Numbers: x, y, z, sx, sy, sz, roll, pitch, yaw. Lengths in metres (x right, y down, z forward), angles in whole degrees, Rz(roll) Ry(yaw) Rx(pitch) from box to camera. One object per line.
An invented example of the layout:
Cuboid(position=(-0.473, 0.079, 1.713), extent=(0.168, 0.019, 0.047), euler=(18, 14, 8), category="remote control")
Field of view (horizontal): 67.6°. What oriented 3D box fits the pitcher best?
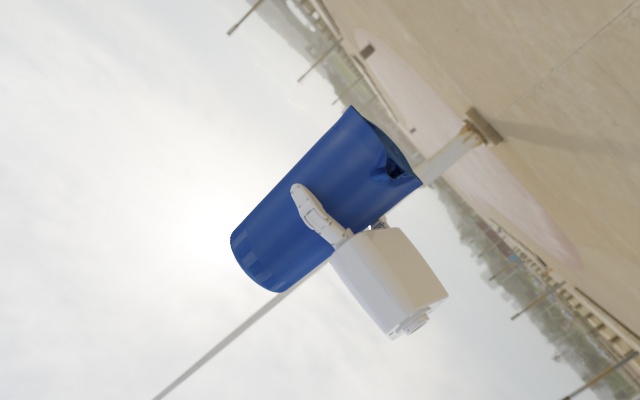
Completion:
Cuboid(position=(0.000, 0.002, 0.624), extent=(0.243, 0.145, 0.149), euler=(-42, -25, 12), category="pitcher")
